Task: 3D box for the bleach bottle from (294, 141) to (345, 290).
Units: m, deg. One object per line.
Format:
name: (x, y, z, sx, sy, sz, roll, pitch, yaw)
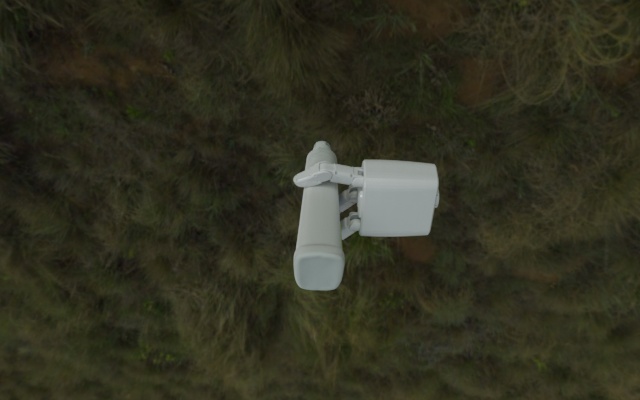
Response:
bleach bottle: (0.000, 0.002, 0.717, 0.068, 0.250, 0.103, 2, -39, -1)
